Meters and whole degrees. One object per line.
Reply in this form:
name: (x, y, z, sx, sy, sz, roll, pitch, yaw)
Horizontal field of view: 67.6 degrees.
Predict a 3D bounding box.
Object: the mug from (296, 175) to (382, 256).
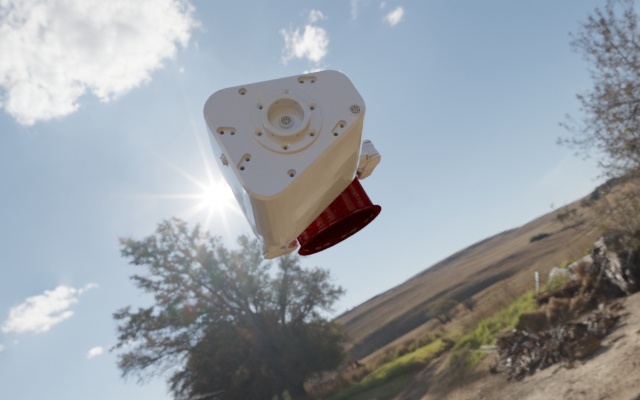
mug: (0.000, 0.002, 0.490, 0.093, 0.081, 0.117, -26, -17, -13)
